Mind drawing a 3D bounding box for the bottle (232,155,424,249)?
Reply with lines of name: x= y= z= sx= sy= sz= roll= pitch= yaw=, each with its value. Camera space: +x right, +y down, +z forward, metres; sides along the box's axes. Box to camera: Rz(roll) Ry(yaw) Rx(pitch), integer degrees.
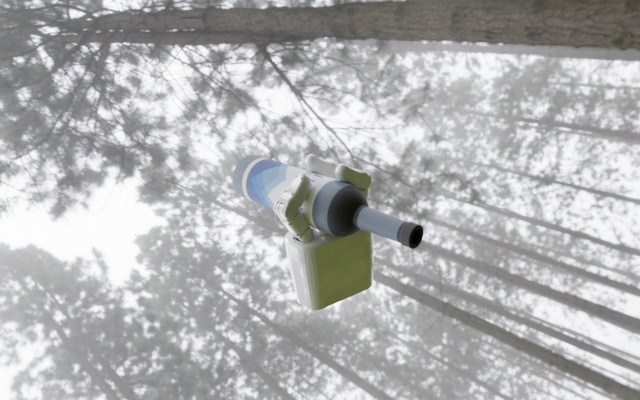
bottle: x=0.000 y=0.002 z=0.612 sx=0.295 sy=0.069 sz=0.069 roll=20 pitch=13 yaw=41
